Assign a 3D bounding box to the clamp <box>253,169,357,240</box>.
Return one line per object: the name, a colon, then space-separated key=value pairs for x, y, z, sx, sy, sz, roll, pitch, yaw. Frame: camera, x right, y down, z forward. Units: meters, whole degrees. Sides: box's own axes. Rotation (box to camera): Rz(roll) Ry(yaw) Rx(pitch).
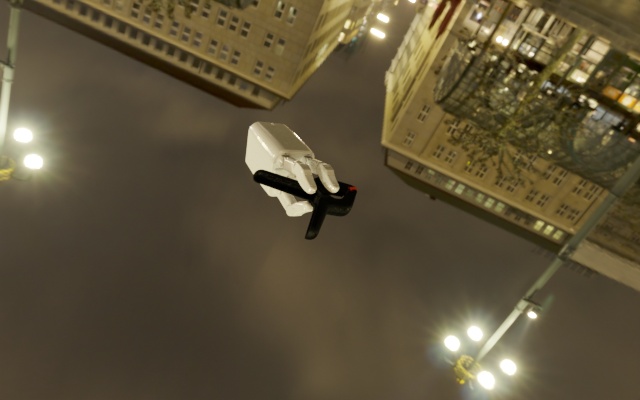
clamp: x=0.000 y=0.003 z=0.855 sx=0.210 sy=0.036 sz=0.164 roll=-2 pitch=43 yaw=-44
